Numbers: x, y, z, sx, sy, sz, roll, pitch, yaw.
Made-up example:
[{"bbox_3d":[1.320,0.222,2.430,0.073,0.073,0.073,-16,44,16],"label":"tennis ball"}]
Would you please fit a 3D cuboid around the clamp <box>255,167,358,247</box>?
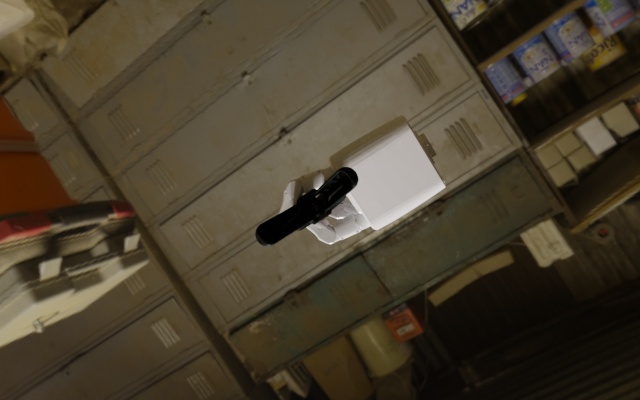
[{"bbox_3d":[0.000,0.002,0.545,0.120,0.039,0.171,-30,0,13],"label":"clamp"}]
